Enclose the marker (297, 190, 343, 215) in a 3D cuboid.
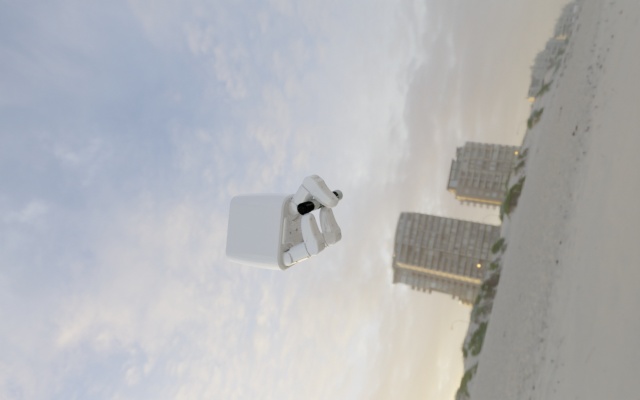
[{"bbox_3d":[0.000,0.002,0.729,0.020,0.020,0.121,0,11,29],"label":"marker"}]
